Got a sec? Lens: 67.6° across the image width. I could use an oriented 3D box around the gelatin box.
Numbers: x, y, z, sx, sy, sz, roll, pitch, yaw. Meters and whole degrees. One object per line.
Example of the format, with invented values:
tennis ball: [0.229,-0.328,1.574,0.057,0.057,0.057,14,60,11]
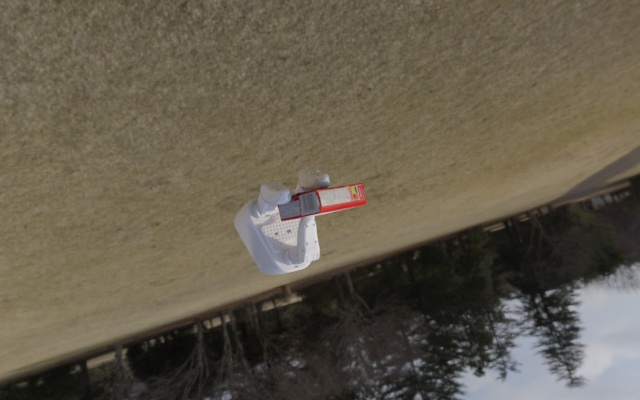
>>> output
gelatin box: [0.000,0.002,0.587,0.073,0.030,0.089,-9,-3,-37]
